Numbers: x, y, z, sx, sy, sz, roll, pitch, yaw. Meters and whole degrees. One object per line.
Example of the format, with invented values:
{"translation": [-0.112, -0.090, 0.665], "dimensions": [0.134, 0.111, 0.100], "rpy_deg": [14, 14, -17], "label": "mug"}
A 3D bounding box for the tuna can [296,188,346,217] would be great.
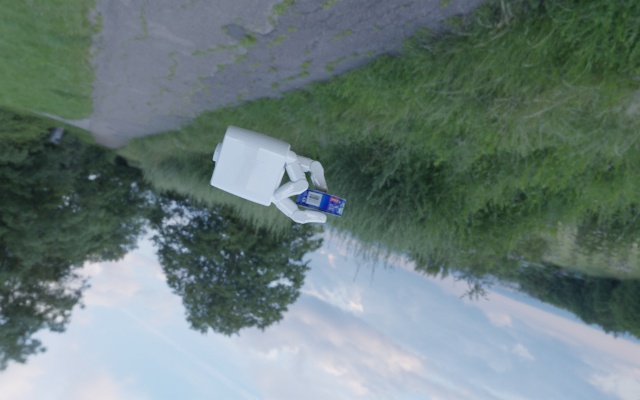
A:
{"translation": [0.000, 0.003, 0.855], "dimensions": [0.086, 0.034, 0.086], "rpy_deg": [16, -3, 1], "label": "tuna can"}
